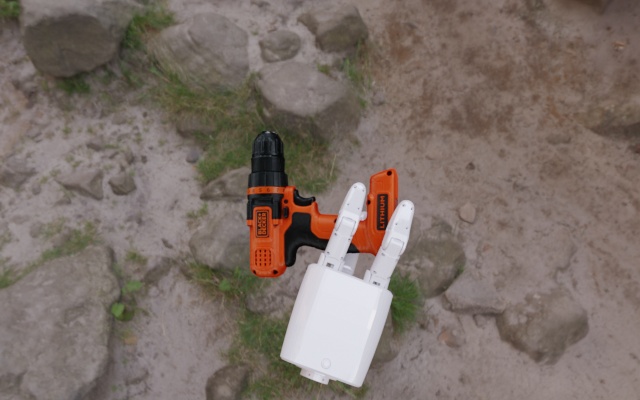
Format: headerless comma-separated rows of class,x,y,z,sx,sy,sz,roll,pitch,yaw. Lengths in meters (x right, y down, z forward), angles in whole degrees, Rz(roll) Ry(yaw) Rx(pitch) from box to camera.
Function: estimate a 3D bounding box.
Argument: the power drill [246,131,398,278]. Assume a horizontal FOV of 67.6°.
power drill,0.001,0.002,0.585,0.187,0.184,0.057,-2,-3,14
